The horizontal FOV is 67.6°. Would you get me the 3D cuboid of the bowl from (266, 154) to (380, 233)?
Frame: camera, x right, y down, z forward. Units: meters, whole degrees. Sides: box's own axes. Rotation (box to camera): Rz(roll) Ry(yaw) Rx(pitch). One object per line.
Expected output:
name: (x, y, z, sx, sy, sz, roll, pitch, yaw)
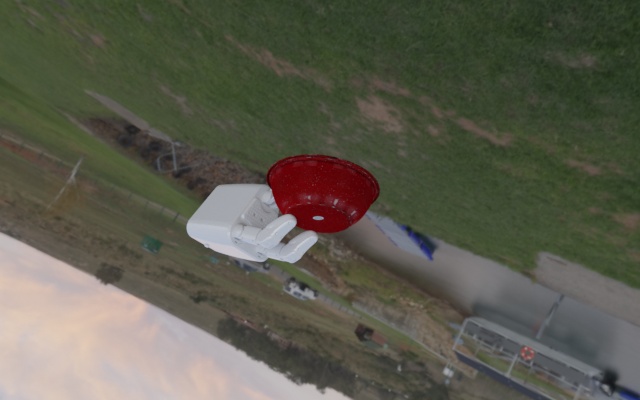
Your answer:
bowl: (0.001, 0.002, 0.662, 0.162, 0.055, 0.162, 6, -28, 3)
